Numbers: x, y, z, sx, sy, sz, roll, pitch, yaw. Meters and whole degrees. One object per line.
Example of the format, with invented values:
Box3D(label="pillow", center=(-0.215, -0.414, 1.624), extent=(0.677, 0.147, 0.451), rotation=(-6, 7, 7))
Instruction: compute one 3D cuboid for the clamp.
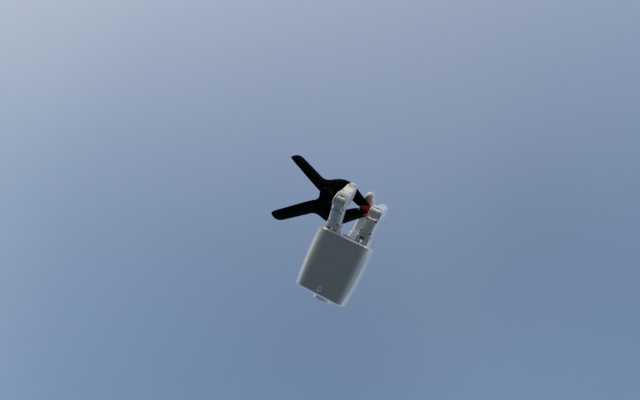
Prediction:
Box3D(label="clamp", center=(0.000, 0.003, 0.827), extent=(0.171, 0.120, 0.039), rotation=(25, -2, 17))
